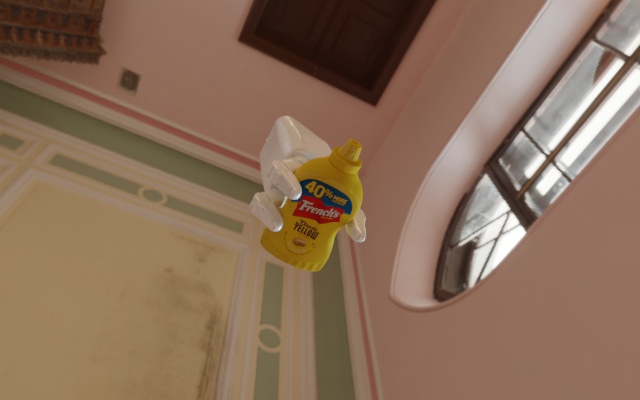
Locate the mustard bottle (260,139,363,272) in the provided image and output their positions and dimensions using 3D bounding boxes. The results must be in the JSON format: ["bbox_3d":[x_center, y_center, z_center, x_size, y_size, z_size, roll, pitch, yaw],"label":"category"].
[{"bbox_3d":[0.000,0.002,0.625,0.096,0.192,0.058,28,28,-6],"label":"mustard bottle"}]
